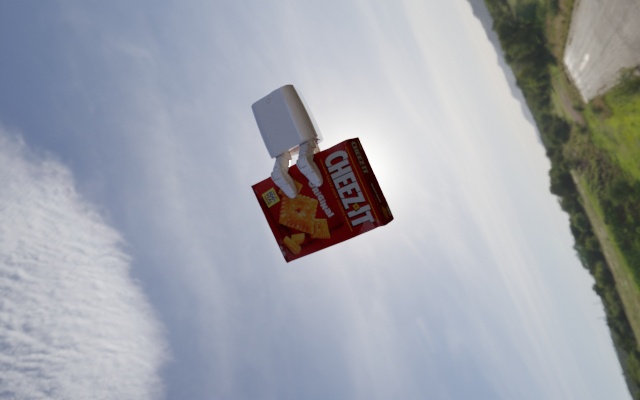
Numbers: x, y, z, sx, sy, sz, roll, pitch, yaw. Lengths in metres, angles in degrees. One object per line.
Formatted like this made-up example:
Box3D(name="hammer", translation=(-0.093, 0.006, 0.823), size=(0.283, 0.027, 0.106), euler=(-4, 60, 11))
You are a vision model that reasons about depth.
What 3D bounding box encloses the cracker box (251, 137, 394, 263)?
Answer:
Box3D(name="cracker box", translation=(0.000, 0.003, 0.870), size=(0.214, 0.164, 0.072), euler=(-24, 1, 26))
